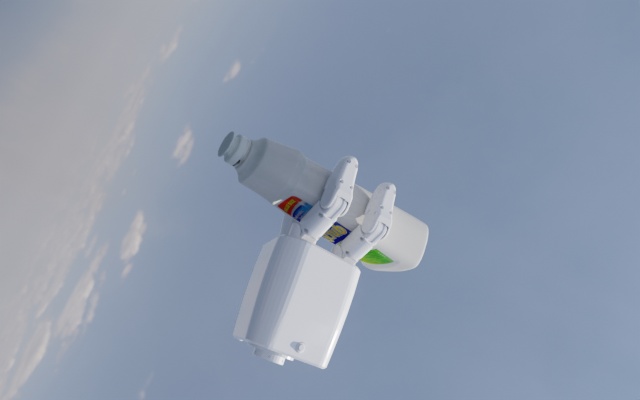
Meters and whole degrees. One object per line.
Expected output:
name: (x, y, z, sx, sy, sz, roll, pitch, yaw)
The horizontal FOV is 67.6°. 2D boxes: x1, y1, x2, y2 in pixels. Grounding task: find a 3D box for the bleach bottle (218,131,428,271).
bleach bottle: (0.000, 0.002, 0.521, 0.251, 0.068, 0.102, 30, -20, -28)
